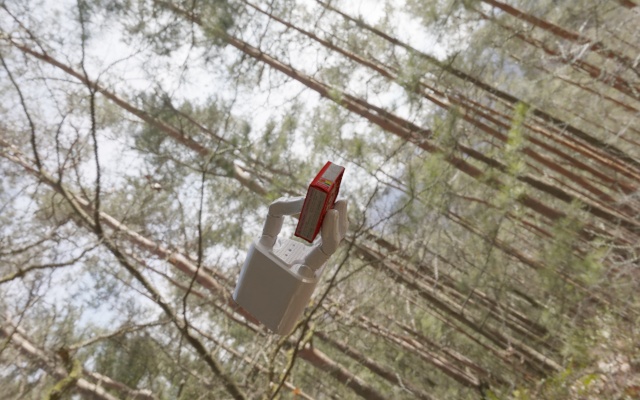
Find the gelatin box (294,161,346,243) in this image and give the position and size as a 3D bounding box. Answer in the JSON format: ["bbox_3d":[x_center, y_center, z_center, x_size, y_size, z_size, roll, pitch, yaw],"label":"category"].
[{"bbox_3d":[0.000,0.002,0.639,0.030,0.089,0.073,23,35,9],"label":"gelatin box"}]
